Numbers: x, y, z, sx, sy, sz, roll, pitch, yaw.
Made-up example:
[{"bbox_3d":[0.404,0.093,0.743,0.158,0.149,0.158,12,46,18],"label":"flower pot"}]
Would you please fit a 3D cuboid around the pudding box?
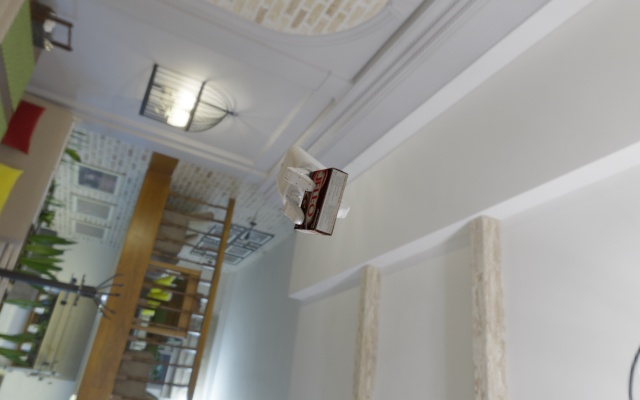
[{"bbox_3d":[0.000,0.003,0.824,0.039,0.113,0.090,17,-9,-23],"label":"pudding box"}]
